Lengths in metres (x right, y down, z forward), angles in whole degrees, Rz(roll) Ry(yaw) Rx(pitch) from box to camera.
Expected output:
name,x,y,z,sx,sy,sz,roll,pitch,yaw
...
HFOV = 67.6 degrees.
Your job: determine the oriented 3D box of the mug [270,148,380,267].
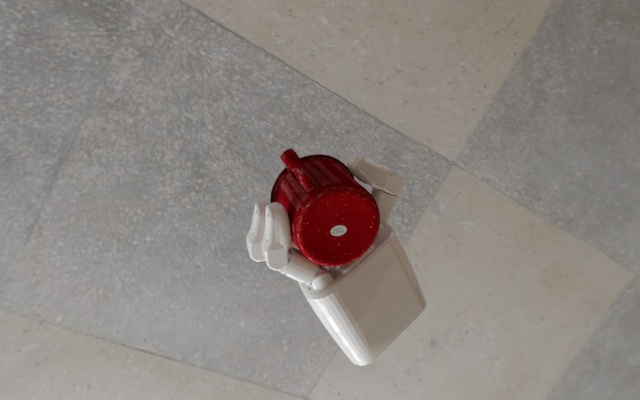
name,x,y,z,sx,sy,sz,roll,pitch,yaw
mug,0.000,0.000,0.450,0.093,0.117,0.081,-32,26,-4
